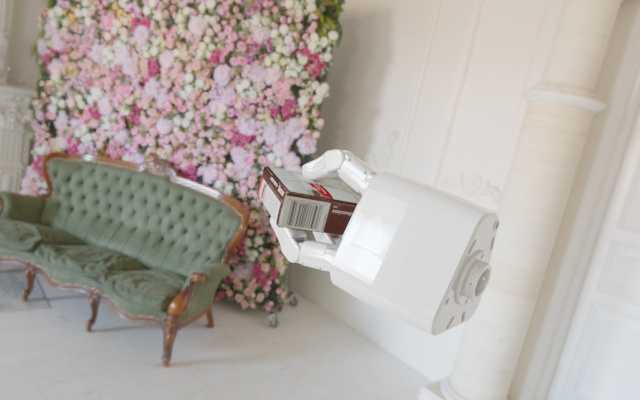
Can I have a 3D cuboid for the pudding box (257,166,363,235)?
[{"bbox_3d":[0.000,0.001,0.493,0.113,0.039,0.090,11,15,-24],"label":"pudding box"}]
